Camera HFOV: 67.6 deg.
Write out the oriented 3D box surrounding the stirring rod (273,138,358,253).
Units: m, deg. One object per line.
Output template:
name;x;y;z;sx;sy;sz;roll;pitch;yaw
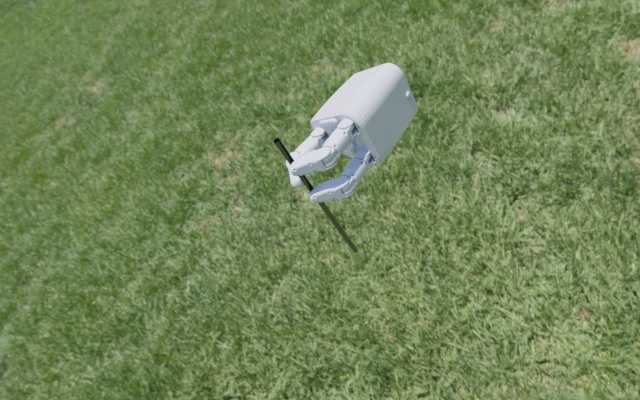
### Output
stirring rod;0.000;0.002;0.660;0.011;0.011;0.240;0;-39;35
